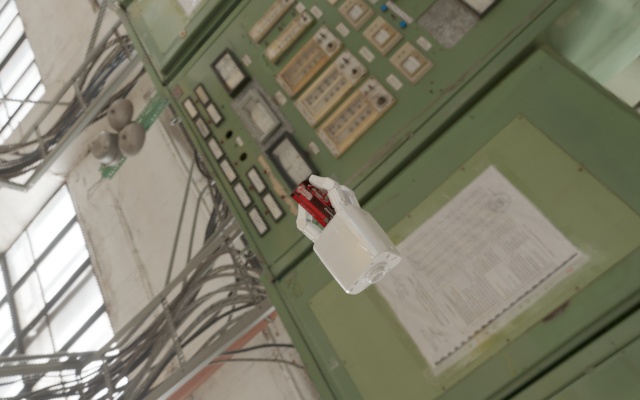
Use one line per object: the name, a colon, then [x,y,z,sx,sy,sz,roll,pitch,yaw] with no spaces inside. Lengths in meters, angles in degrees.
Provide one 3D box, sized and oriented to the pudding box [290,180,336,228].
pudding box: [0.000,0.003,0.873,0.090,0.039,0.113,44,11,4]
